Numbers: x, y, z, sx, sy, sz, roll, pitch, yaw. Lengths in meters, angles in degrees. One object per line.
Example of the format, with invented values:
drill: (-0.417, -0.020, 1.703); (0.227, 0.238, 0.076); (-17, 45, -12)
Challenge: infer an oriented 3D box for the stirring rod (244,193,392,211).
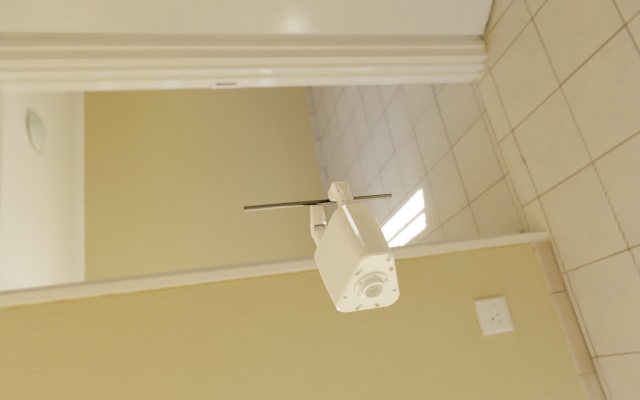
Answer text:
stirring rod: (0.000, 0.002, 0.754); (0.239, 0.011, 0.011); (-5, 1, -15)
